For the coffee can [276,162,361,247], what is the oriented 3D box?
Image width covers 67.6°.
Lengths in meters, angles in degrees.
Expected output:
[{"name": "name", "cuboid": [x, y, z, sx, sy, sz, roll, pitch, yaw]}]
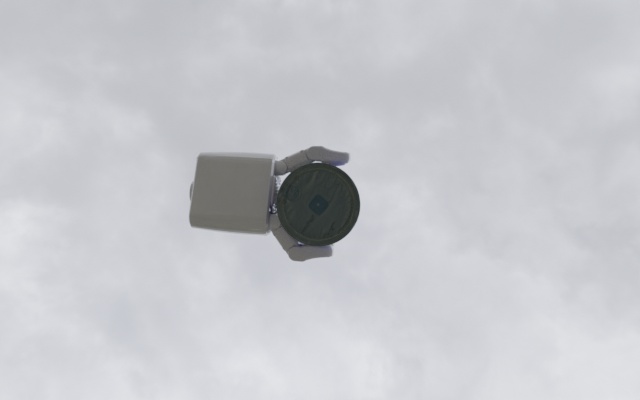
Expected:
[{"name": "coffee can", "cuboid": [0.000, 0.002, 0.647, 0.103, 0.103, 0.140, 0, 2, 2]}]
